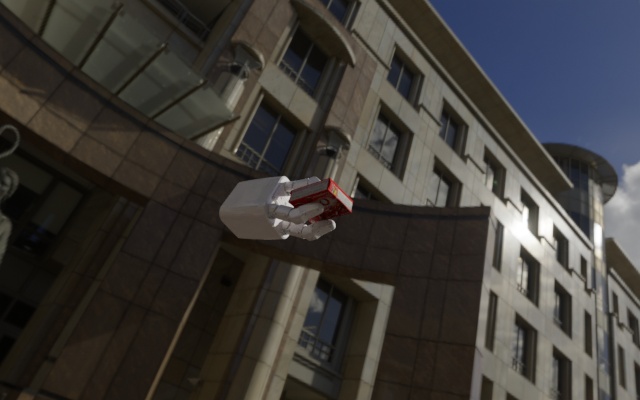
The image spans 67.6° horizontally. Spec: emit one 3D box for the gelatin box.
[{"bbox_3d":[0.000,0.002,0.835,0.089,0.030,0.073,-17,-44,33],"label":"gelatin box"}]
